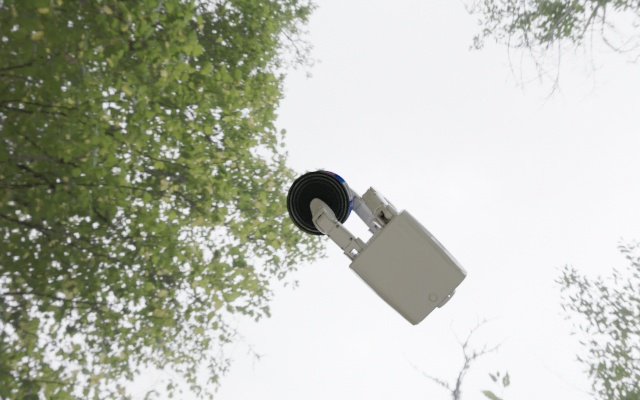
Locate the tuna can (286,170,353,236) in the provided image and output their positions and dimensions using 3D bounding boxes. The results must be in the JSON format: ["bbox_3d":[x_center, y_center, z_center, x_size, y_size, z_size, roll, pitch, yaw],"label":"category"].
[{"bbox_3d":[0.000,0.002,0.637,0.086,0.086,0.033,0,7,15],"label":"tuna can"}]
